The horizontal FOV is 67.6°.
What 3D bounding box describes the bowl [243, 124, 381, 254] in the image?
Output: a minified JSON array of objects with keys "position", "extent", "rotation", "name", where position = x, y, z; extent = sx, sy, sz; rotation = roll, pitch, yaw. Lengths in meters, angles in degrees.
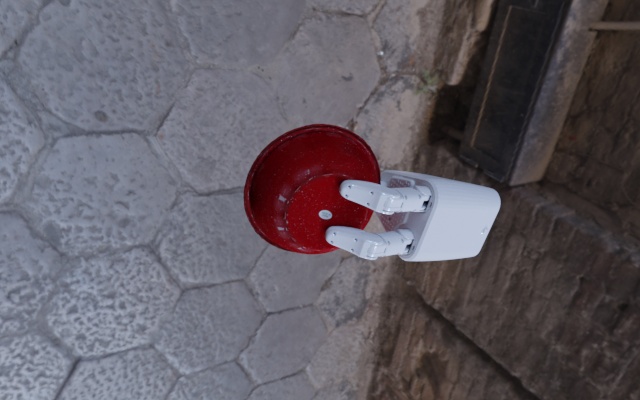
[{"position":[-0.001,0.002,0.521],"extent":[0.162,0.162,0.055],"rotation":[0,27,-18],"name":"bowl"}]
